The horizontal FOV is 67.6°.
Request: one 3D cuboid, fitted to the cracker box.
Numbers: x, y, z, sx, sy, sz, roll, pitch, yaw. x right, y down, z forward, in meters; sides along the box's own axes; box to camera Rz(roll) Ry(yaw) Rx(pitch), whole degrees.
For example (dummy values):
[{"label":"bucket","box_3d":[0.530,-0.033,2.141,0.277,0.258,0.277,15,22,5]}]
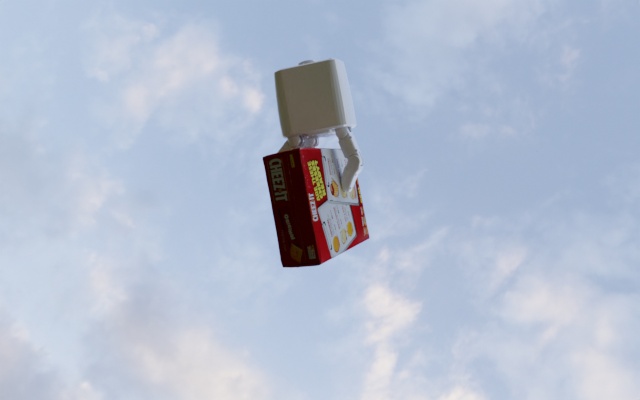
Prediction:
[{"label":"cracker box","box_3d":[0.000,0.002,0.753,0.072,0.164,0.213,-10,1,25]}]
